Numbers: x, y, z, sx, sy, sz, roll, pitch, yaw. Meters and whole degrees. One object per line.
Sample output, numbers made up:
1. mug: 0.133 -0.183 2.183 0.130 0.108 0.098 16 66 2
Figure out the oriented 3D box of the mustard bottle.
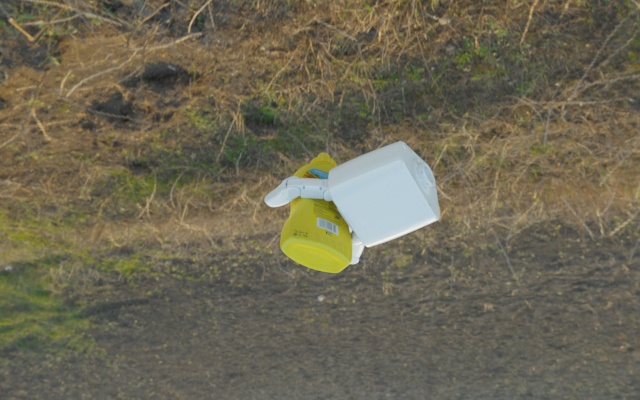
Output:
1. mustard bottle: 0.000 0.003 0.673 0.096 0.191 0.058 24 -45 -20
